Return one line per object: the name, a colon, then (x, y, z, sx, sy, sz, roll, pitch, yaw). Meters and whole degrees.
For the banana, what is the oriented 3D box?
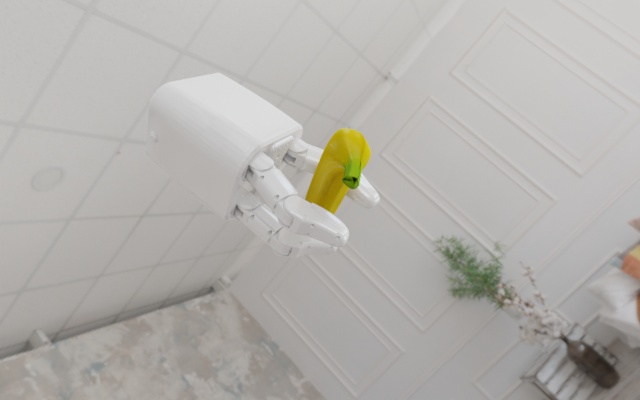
banana: (0.009, -0.015, 0.429, 0.037, 0.069, 0.198, 28, -20, 0)
